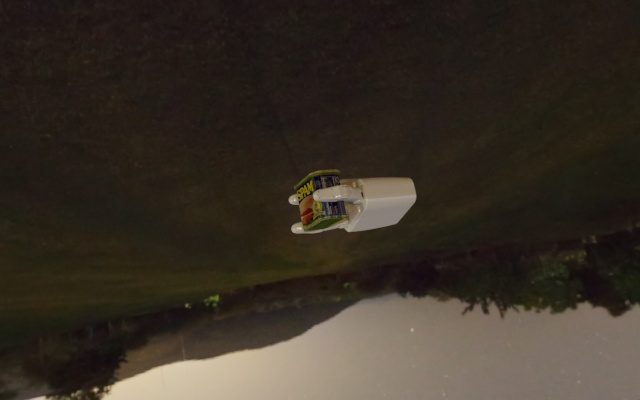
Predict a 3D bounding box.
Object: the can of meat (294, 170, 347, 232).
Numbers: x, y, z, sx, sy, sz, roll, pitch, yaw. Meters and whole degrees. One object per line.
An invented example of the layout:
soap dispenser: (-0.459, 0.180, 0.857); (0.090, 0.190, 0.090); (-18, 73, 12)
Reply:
can of meat: (0.000, 0.003, 0.828); (0.057, 0.084, 0.102); (-5, -14, -27)
